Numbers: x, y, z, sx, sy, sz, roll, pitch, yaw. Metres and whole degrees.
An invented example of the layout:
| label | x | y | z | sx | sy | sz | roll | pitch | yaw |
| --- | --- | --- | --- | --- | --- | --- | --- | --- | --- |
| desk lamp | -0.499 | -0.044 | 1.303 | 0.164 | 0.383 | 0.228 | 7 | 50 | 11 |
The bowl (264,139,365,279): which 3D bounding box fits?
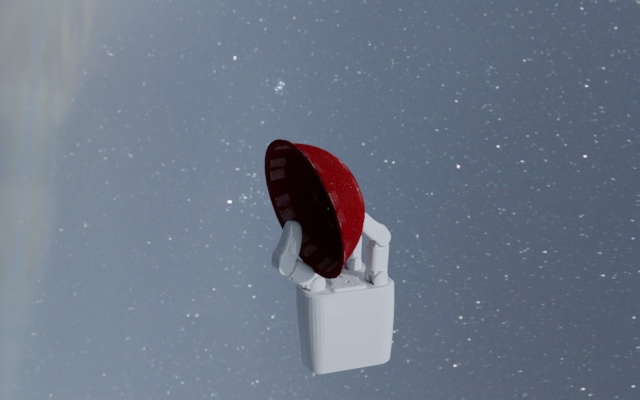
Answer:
| label | x | y | z | sx | sy | sz | roll | pitch | yaw |
| --- | --- | --- | --- | --- | --- | --- | --- | --- | --- |
| bowl | 0.000 | 0.000 | 0.524 | 0.055 | 0.162 | 0.162 | -24 | 10 | -24 |
